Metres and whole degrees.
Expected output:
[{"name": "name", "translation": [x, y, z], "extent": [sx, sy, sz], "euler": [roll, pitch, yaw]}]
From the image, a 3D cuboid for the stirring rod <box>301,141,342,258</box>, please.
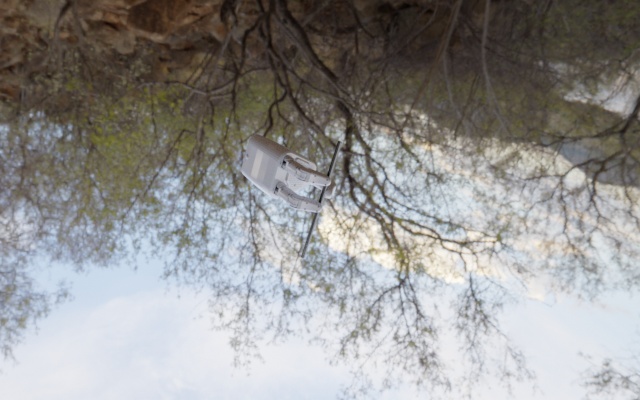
[{"name": "stirring rod", "translation": [0.000, 0.003, 0.893], "extent": [0.011, 0.240, 0.011], "euler": [16, 20, -6]}]
